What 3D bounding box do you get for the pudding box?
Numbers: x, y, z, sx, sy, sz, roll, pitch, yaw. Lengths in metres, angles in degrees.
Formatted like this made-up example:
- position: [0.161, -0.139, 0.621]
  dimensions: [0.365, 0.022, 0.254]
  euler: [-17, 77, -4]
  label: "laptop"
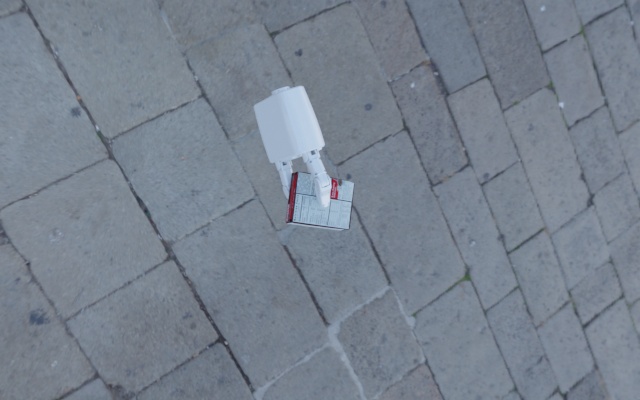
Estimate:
- position: [0.000, 0.003, 0.831]
  dimensions: [0.113, 0.090, 0.039]
  euler: [9, -5, -20]
  label: "pudding box"
